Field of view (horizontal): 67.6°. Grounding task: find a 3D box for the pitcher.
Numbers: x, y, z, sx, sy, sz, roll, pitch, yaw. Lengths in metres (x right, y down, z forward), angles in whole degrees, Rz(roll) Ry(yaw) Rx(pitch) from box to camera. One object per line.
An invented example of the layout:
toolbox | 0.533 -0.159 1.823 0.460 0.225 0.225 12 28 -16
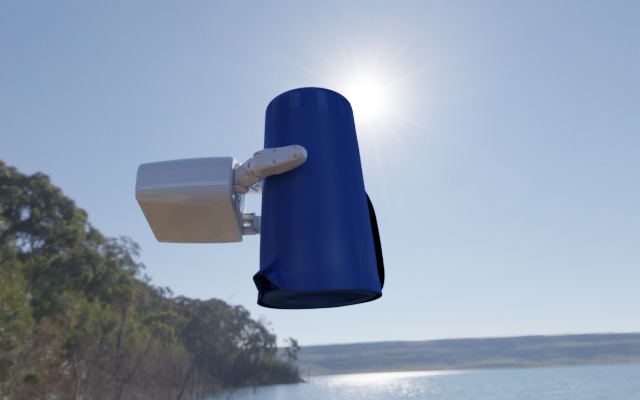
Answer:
pitcher | 0.000 0.002 0.551 0.145 0.242 0.149 -4 -20 1
